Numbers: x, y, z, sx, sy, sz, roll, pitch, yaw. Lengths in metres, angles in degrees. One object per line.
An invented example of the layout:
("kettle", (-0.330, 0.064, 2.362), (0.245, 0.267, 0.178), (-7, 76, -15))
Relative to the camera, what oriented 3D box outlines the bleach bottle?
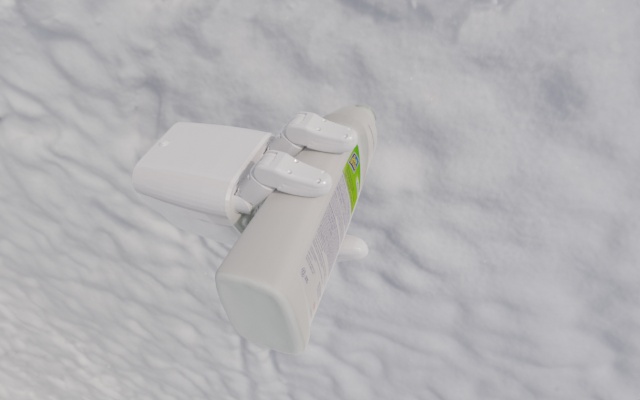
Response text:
("bleach bottle", (0.000, 0.001, 0.431), (0.068, 0.103, 0.250), (12, 48, 19))
